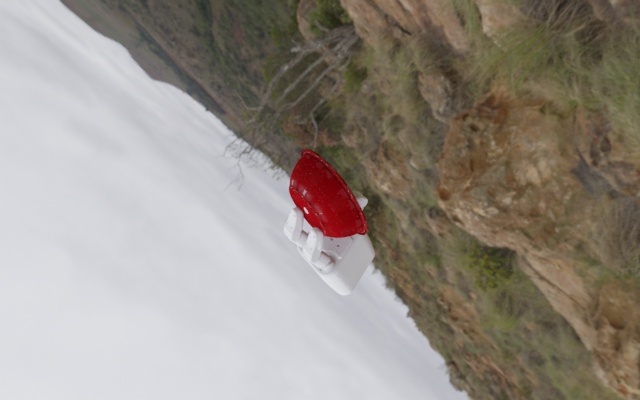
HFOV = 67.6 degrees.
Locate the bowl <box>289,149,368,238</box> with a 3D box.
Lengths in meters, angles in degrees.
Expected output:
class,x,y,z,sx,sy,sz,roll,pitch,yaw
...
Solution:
class,x,y,z,sx,sy,sz,roll,pitch,yaw
bowl,-0.001,0.002,0.729,0.055,0.162,0.162,-36,9,-13
